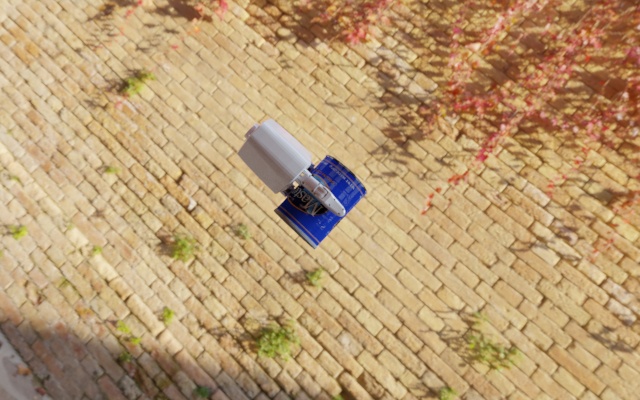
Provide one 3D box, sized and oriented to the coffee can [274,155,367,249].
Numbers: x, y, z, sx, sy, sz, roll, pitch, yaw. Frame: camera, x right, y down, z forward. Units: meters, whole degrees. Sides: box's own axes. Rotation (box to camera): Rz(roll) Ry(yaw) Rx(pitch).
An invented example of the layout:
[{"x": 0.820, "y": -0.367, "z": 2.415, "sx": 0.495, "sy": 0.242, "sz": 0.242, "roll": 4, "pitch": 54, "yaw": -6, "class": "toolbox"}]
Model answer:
[{"x": 0.000, "y": 0.003, "z": 0.862, "sx": 0.103, "sy": 0.140, "sz": 0.103, "roll": 43, "pitch": -6, "yaw": 6, "class": "coffee can"}]
